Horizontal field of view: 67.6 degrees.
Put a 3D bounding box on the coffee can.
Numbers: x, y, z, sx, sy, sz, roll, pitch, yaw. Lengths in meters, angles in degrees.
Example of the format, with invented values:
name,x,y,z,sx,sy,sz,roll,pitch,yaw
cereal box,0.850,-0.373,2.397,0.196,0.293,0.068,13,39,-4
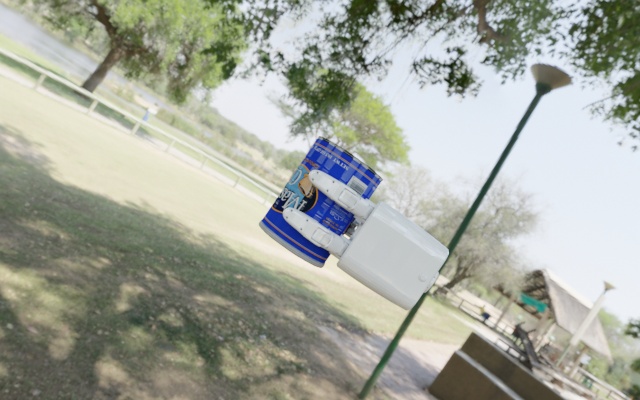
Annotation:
name,x,y,z,sx,sy,sz,roll,pitch,yaw
coffee can,0.000,0.002,0.626,0.103,0.140,0.103,34,1,-1
